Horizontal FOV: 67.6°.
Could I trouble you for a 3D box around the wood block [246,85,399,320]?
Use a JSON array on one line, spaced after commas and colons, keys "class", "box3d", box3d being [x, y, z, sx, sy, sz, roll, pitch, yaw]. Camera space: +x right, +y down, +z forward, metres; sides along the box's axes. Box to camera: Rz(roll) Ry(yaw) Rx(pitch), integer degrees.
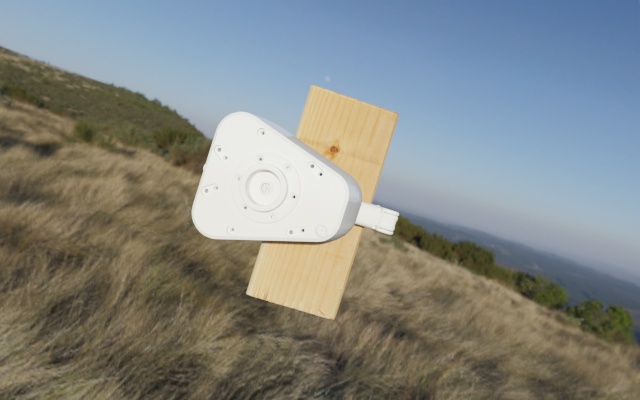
[{"class": "wood block", "box3d": [0.000, 0.002, 0.491, 0.091, 0.206, 0.090, 18, 2, -4]}]
